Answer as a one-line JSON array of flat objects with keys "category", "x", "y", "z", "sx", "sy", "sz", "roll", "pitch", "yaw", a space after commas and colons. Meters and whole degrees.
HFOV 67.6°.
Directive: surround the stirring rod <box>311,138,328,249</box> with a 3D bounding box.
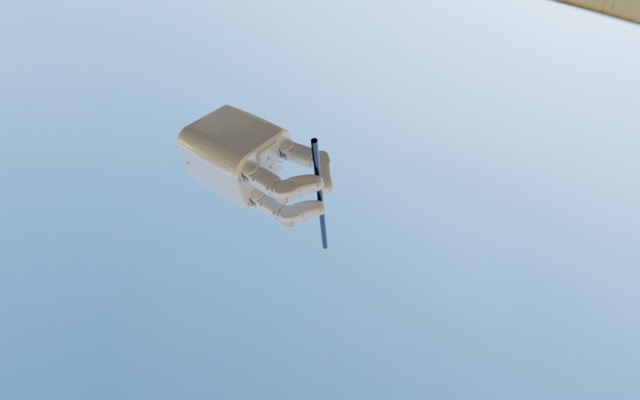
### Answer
[{"category": "stirring rod", "x": 0.000, "y": 0.002, "z": 0.619, "sx": 0.011, "sy": 0.011, "sz": 0.240, "roll": 0, "pitch": -34, "yaw": 4}]
